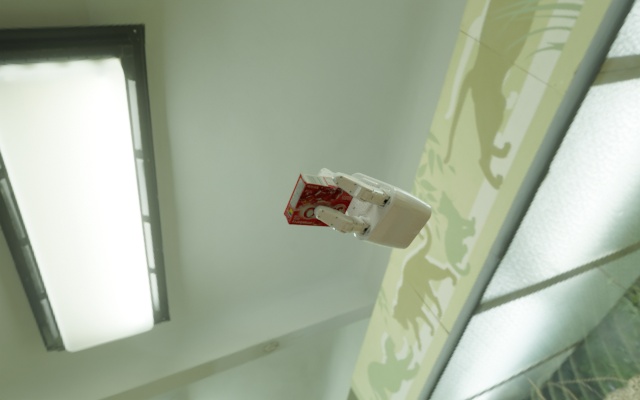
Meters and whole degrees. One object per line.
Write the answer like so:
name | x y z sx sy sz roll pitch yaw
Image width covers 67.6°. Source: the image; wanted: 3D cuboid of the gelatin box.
gelatin box | 0.000 0.002 0.700 0.089 0.073 0.030 6 33 -31
